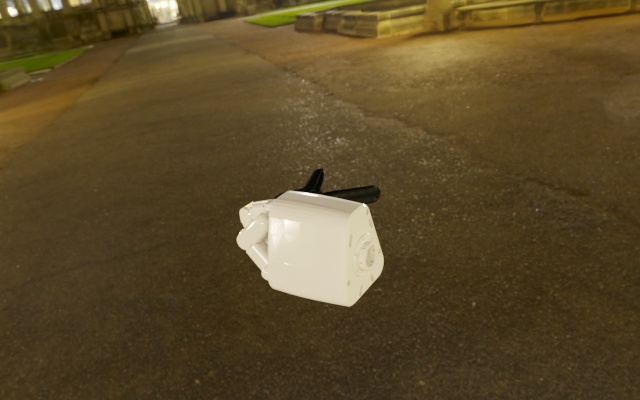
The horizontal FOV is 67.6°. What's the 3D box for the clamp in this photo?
[{"bbox_3d":[0.000,0.002,0.652,0.120,0.039,0.171,9,30,33],"label":"clamp"}]
